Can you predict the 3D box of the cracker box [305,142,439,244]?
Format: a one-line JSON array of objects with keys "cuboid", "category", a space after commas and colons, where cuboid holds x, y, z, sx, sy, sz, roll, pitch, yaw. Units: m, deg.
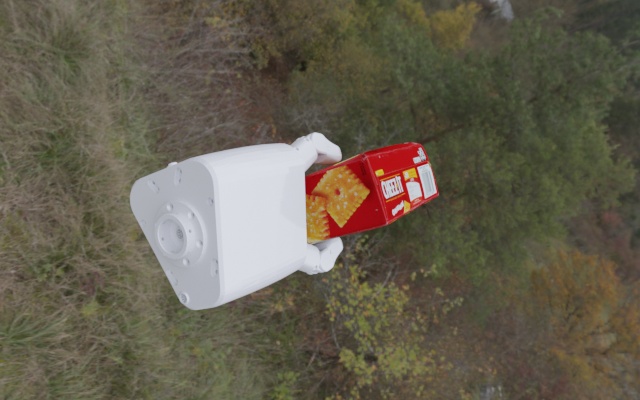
[{"cuboid": [0.000, 0.002, 0.525, 0.214, 0.072, 0.164, -16, 2, 31], "category": "cracker box"}]
